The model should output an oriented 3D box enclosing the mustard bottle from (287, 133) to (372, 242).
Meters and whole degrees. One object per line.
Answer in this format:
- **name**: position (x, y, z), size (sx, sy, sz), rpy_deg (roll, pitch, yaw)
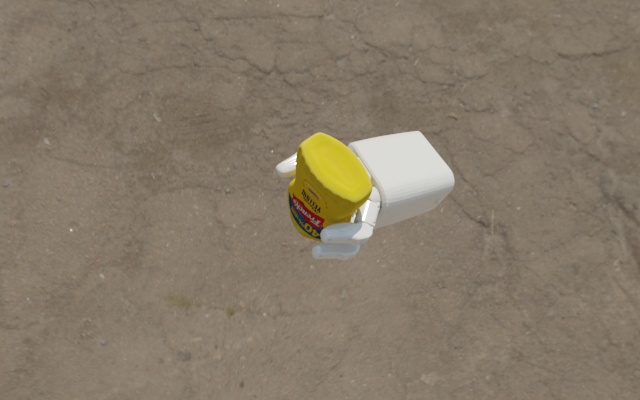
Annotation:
- **mustard bottle**: position (0.000, 0.002, 0.607), size (0.058, 0.096, 0.192), rpy_deg (-38, -13, -25)
